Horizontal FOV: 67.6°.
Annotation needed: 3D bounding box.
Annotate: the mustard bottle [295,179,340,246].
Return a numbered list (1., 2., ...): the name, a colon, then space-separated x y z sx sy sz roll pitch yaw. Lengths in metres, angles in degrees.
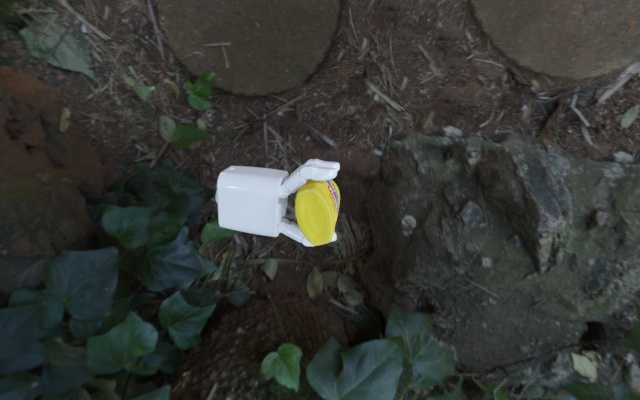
1. mustard bottle: 0.000 0.003 0.834 0.058 0.096 0.191 -16 13 10
